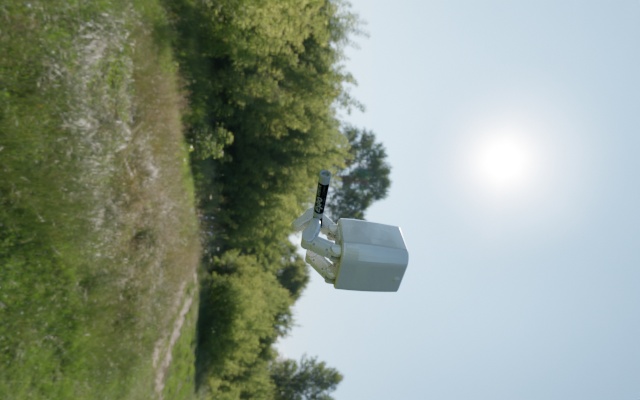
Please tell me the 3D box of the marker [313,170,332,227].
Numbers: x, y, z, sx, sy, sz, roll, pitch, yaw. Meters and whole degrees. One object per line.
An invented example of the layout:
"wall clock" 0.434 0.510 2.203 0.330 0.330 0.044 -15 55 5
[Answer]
"marker" 0.000 0.002 0.766 0.020 0.121 0.020 5 43 -5
